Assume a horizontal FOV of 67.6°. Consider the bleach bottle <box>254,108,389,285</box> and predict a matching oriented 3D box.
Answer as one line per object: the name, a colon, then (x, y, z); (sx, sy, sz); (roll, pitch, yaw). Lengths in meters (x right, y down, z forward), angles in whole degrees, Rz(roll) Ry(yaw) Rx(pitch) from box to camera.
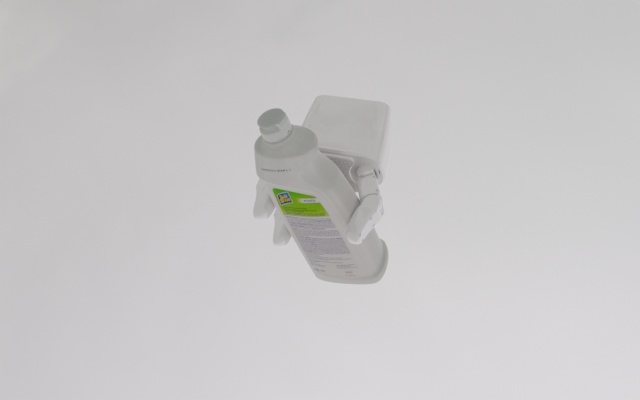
bleach bottle: (0.000, 0.002, 0.538); (0.102, 0.068, 0.251); (-2, -41, 23)
